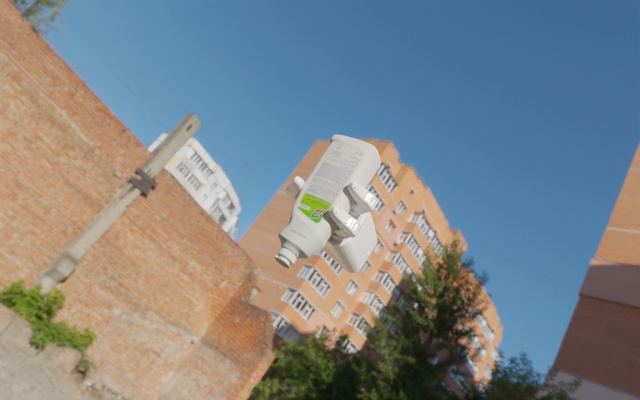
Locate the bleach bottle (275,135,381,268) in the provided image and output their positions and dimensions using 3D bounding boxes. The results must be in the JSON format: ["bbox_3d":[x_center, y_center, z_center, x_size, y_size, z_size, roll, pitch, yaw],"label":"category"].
[{"bbox_3d":[0.000,0.003,0.805,0.102,0.250,0.068,20,-28,32],"label":"bleach bottle"}]
